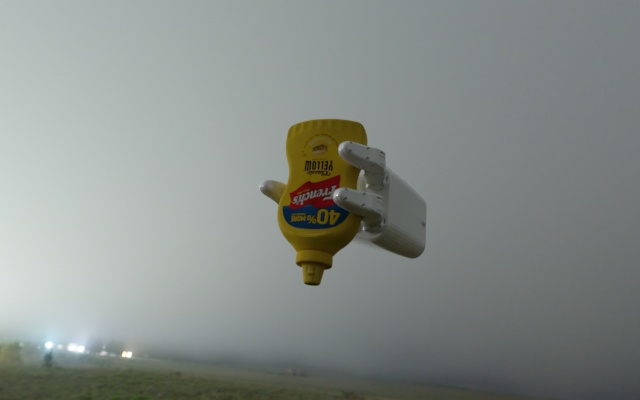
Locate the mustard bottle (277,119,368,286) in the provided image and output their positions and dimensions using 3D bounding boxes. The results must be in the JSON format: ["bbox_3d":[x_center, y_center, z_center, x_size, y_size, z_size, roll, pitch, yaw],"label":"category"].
[{"bbox_3d":[0.000,0.001,0.549,0.096,0.191,0.058,1,-21,14],"label":"mustard bottle"}]
